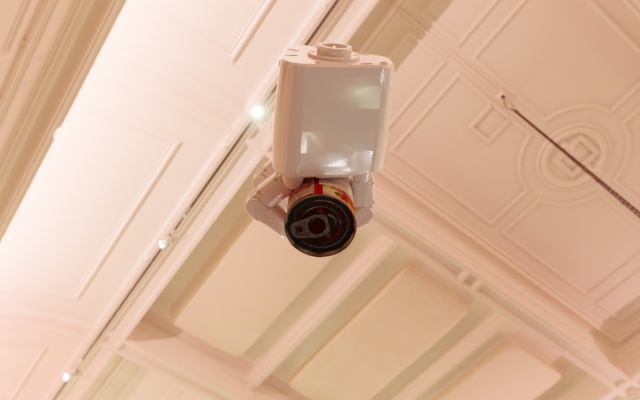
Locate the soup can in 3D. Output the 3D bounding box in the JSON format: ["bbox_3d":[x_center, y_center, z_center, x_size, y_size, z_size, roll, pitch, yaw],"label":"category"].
[{"bbox_3d":[0.000,0.002,0.490,0.068,0.068,0.102,0,28,0],"label":"soup can"}]
